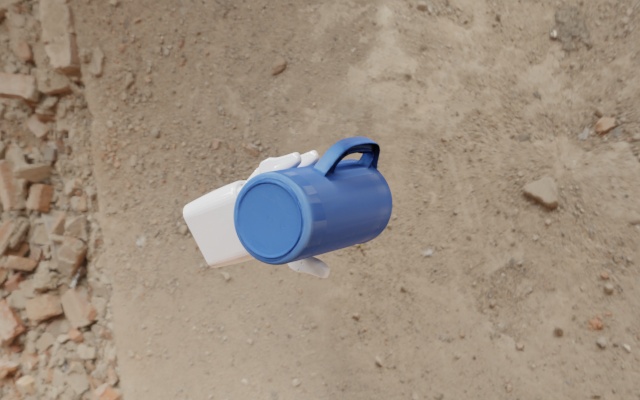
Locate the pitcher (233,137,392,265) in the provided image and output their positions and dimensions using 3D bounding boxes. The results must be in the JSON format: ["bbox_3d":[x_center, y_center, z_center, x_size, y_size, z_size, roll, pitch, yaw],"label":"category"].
[{"bbox_3d":[0.000,0.002,0.640,0.145,0.149,0.243,-16,-3,27],"label":"pitcher"}]
